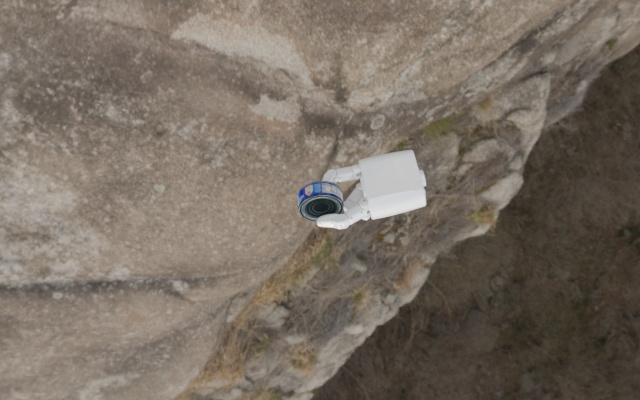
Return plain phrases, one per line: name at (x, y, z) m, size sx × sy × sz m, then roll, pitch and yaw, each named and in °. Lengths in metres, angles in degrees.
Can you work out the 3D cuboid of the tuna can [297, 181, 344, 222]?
tuna can at (0.000, 0.003, 0.890) m, size 0.086 × 0.033 × 0.086 m, roll -3°, pitch -37°, yaw -2°
